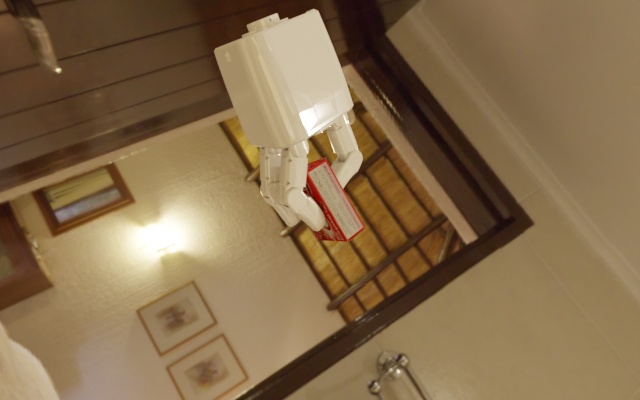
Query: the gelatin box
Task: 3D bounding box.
[{"bbox_3d":[0.001,0.002,0.519,0.030,0.089,0.073,-36,12,-23],"label":"gelatin box"}]
